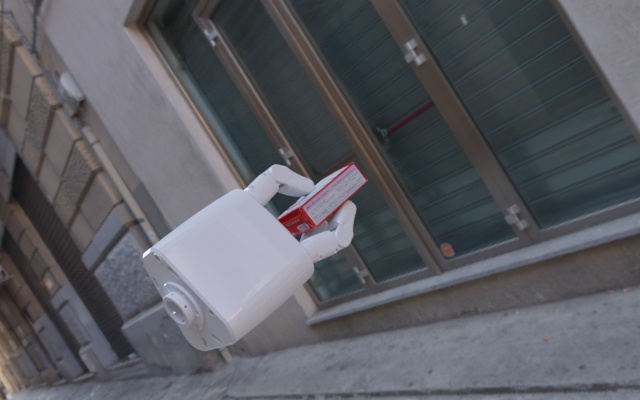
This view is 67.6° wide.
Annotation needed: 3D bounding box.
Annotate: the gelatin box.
[{"bbox_3d":[0.000,0.001,0.525,0.089,0.030,0.073,-42,7,-28],"label":"gelatin box"}]
